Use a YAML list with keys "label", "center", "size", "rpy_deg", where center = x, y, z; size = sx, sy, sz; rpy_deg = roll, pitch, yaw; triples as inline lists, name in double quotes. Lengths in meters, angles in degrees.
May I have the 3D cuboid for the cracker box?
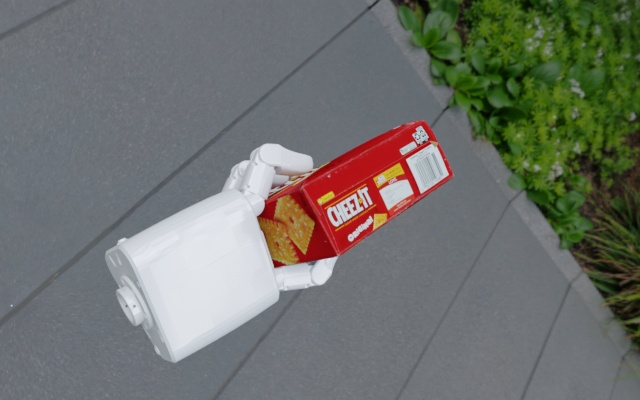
- label: "cracker box"
  center: [0.000, 0.002, 0.492]
  size: [0.164, 0.072, 0.214]
  rpy_deg: [-31, 7, -34]
